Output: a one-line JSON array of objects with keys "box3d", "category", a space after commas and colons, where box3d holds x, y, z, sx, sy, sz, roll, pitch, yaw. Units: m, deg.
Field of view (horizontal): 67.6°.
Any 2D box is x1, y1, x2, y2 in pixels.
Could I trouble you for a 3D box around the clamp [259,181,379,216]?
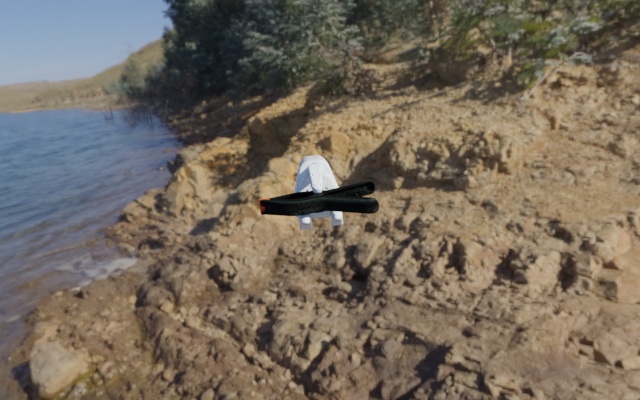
[{"box3d": [-0.001, 0.002, 0.807, 0.210, 0.036, 0.164, -7, 11, -1], "category": "clamp"}]
